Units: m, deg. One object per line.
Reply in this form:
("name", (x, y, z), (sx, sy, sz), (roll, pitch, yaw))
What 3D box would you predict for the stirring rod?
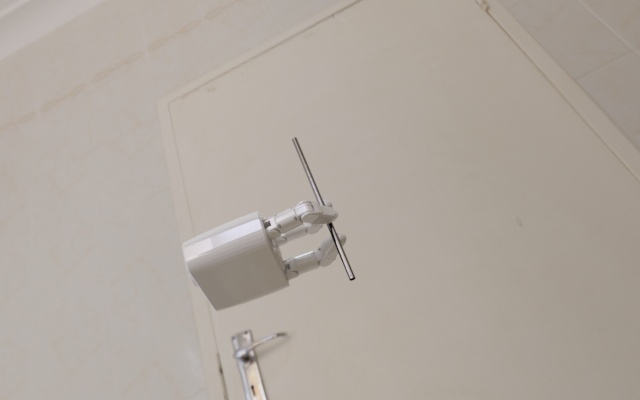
("stirring rod", (0.000, 0.002, 0.644), (0.011, 0.239, 0.011), (-16, -33, -11))
